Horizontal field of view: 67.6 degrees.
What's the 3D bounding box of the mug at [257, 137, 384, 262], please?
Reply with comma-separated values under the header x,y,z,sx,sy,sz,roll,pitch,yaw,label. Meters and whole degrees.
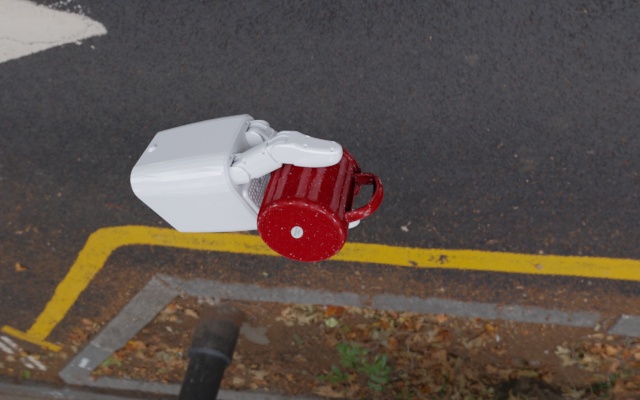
x,y,z,sx,sy,sz,roll,pitch,yaw,label
0.001,0.002,0.439,0.117,0.093,0.081,-5,42,18,mug
